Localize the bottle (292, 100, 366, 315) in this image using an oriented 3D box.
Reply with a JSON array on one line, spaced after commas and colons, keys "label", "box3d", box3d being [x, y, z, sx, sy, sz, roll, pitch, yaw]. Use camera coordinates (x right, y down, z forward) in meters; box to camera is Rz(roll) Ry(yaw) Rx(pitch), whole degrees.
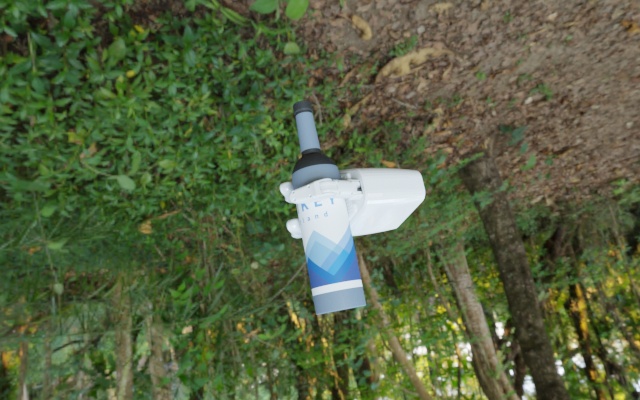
[{"label": "bottle", "box3d": [0.000, 0.002, 0.655, 0.069, 0.295, 0.069, -10, -13, -2]}]
